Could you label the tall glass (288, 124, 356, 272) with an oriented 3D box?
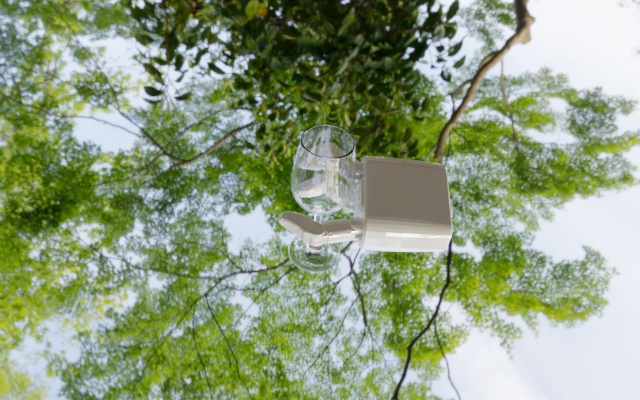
[{"bbox_3d":[0.000,0.002,0.602,0.079,0.079,0.201,0,-44,-6],"label":"tall glass"}]
